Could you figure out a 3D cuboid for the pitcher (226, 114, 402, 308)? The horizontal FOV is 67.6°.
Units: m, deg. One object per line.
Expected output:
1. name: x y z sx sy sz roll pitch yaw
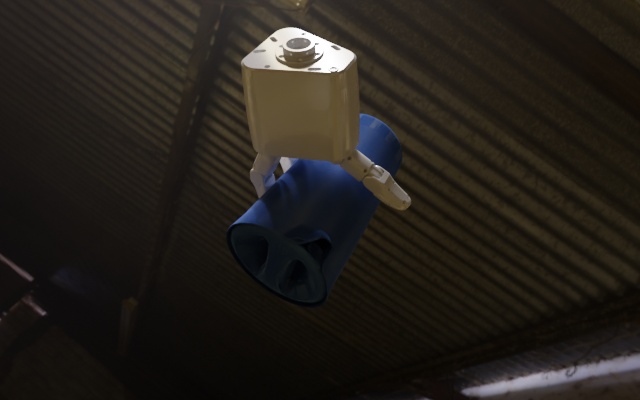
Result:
1. pitcher: 0.000 0.002 0.598 0.149 0.145 0.242 21 51 22
